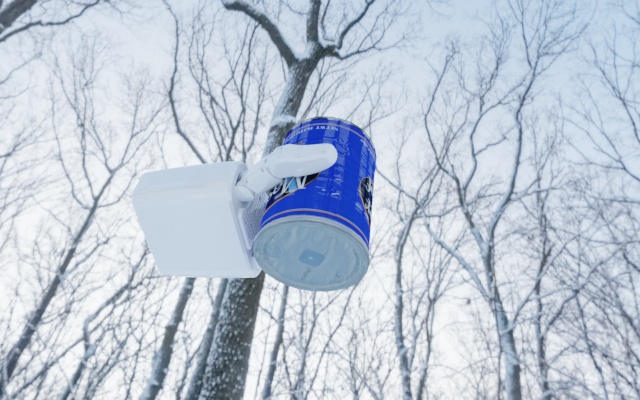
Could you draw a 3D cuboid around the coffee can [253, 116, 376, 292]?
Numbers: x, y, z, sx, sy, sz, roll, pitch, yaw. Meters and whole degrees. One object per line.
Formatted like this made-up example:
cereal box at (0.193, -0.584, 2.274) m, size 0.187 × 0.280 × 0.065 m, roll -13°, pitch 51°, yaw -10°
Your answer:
coffee can at (0.000, 0.002, 0.463) m, size 0.103 × 0.140 × 0.103 m, roll 5°, pitch -43°, yaw 5°
